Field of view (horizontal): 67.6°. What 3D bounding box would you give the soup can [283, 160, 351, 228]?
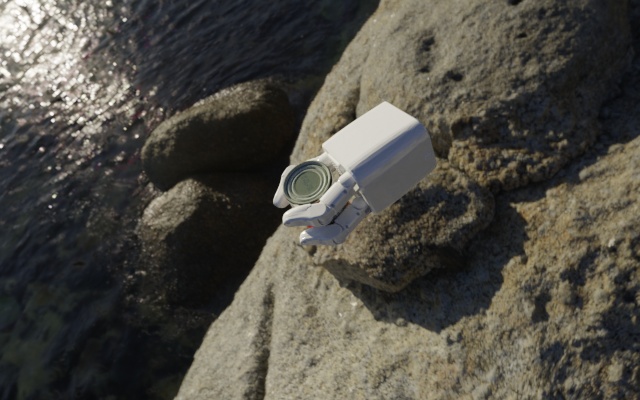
[{"bbox_3d":[0.000,0.002,0.632,0.068,0.068,0.102,0,-30,23],"label":"soup can"}]
